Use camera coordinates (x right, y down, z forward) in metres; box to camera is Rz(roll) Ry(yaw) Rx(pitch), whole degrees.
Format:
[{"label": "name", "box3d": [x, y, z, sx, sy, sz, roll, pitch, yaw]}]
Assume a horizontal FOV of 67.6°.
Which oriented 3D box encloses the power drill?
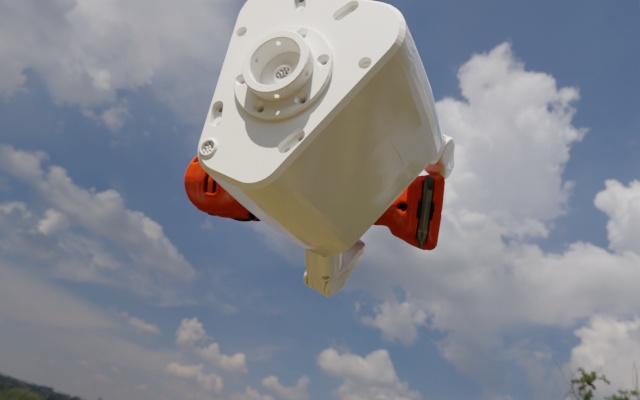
[{"label": "power drill", "box3d": [0.001, 0.001, 0.402, 0.187, 0.057, 0.184, 6, -1, 5]}]
